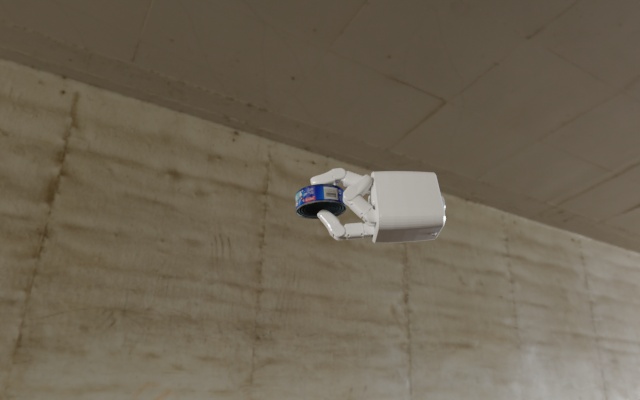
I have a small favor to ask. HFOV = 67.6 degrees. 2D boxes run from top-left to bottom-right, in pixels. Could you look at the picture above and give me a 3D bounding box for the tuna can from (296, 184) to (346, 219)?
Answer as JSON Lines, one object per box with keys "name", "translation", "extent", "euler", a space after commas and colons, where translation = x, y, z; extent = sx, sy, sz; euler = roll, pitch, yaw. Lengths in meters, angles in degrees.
{"name": "tuna can", "translation": [0.000, 0.002, 0.814], "extent": [0.086, 0.033, 0.086], "euler": [-4, -21, -1]}
